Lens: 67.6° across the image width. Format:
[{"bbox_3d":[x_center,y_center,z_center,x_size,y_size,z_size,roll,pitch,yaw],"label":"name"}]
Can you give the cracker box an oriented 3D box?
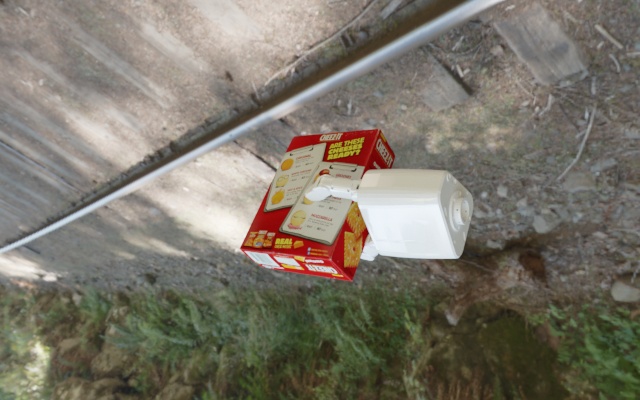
[{"bbox_3d":[0.000,0.002,0.700,0.164,0.213,0.072,1,-34,36],"label":"cracker box"}]
